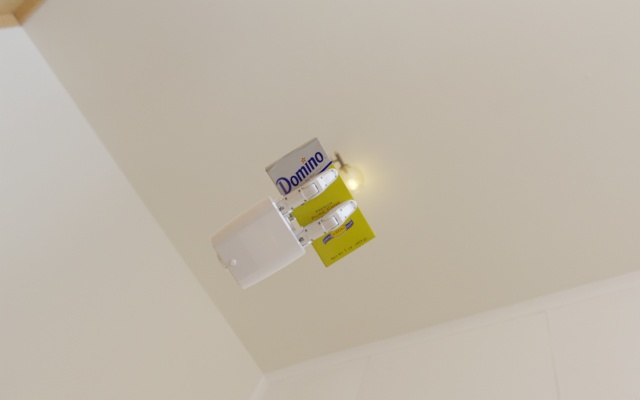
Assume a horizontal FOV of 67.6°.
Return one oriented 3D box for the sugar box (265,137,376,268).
[{"bbox_3d":[0.000,0.003,0.725,0.093,0.176,0.048,-32,12,-2],"label":"sugar box"}]
